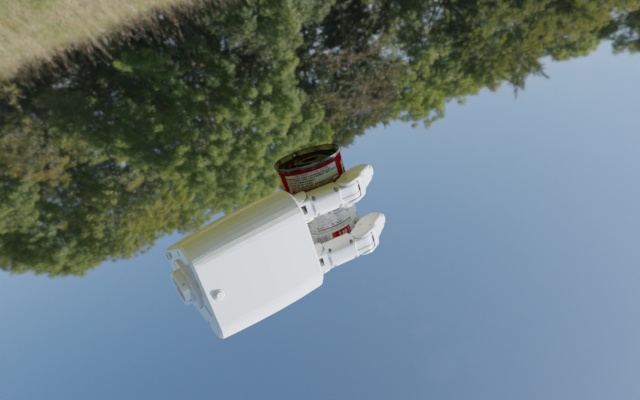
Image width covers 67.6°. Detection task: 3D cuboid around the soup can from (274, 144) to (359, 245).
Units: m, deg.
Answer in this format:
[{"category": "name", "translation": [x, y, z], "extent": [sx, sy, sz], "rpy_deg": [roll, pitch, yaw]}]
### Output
[{"category": "soup can", "translation": [0.001, 0.002, 0.490], "extent": [0.068, 0.102, 0.068], "rpy_deg": [-15, 20, 6]}]
